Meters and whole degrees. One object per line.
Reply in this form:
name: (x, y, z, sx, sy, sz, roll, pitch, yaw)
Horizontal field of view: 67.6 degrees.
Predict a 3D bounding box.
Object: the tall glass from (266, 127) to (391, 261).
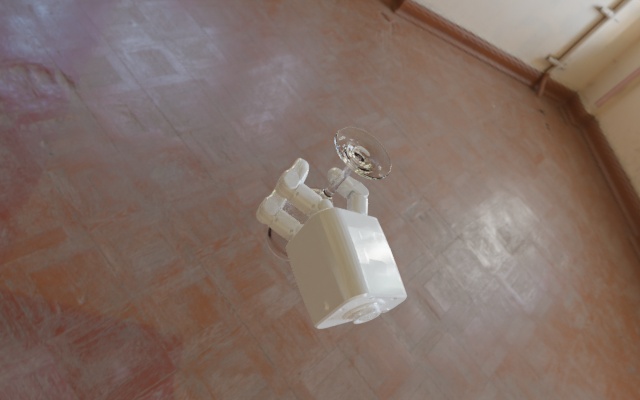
tall glass: (0.000, 0.001, 0.598, 0.079, 0.079, 0.201, 0, -34, -36)
